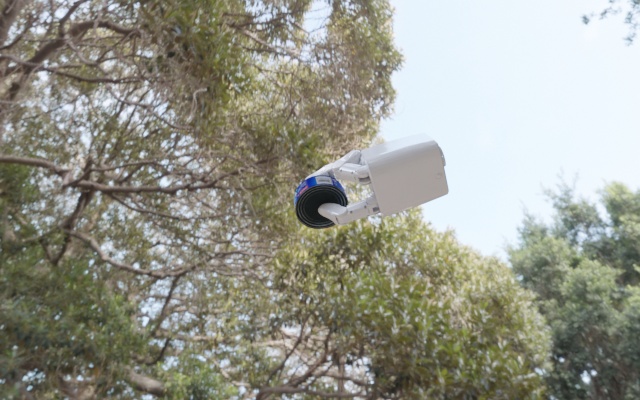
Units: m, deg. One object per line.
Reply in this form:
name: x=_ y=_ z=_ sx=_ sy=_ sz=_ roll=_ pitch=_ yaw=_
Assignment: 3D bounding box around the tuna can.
tuna can: x=0.000 y=0.002 z=0.768 sx=0.086 sy=0.086 sz=0.033 roll=0 pitch=34 yaw=-10
